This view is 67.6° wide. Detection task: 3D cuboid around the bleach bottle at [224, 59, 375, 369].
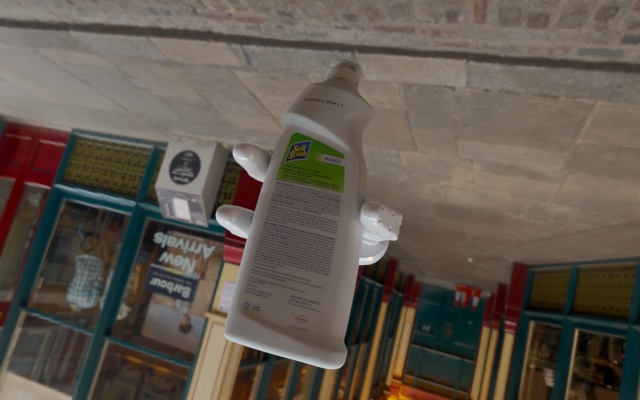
[{"bbox_3d":[0.000,0.001,0.404,0.102,0.250,0.068,13,-10,8],"label":"bleach bottle"}]
